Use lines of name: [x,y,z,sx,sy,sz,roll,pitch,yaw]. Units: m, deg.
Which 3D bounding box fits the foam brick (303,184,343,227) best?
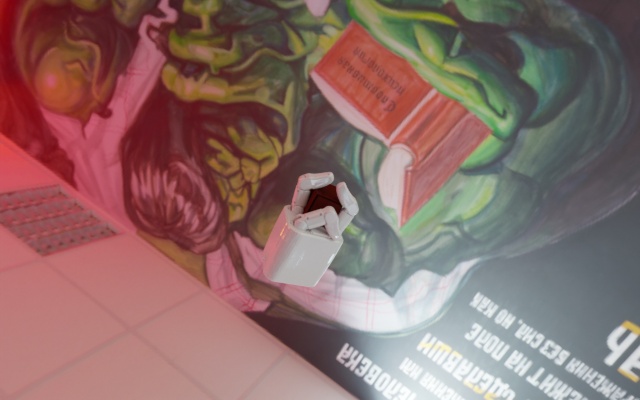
foam brick: [0.000,0.003,0.834,0.053,0.051,0.078,22,20,-17]
